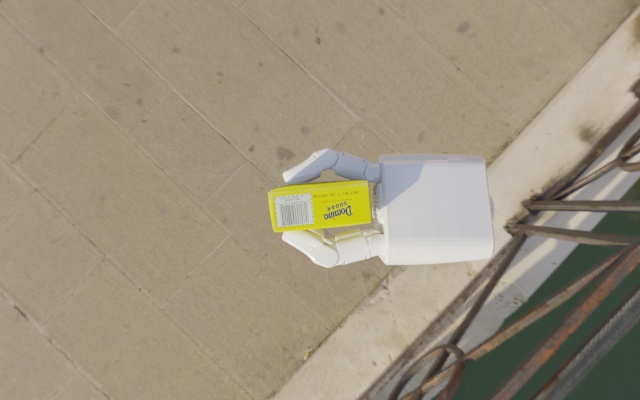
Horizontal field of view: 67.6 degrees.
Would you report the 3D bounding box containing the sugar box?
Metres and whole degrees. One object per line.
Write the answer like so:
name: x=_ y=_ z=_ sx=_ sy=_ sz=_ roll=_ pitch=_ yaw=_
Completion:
sugar box: x=0.000 y=0.002 z=0.517 sx=0.093 sy=0.048 sz=0.176 roll=-5 pitch=0 yaw=1
